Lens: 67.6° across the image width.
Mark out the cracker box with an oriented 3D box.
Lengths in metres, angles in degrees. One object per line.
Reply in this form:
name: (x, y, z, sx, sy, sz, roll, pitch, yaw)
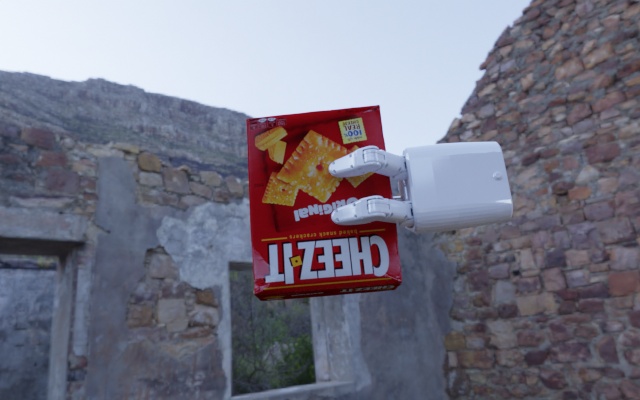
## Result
cracker box: (0.000, 0.002, 0.563, 0.164, 0.213, 0.072, -5, -17, 0)
